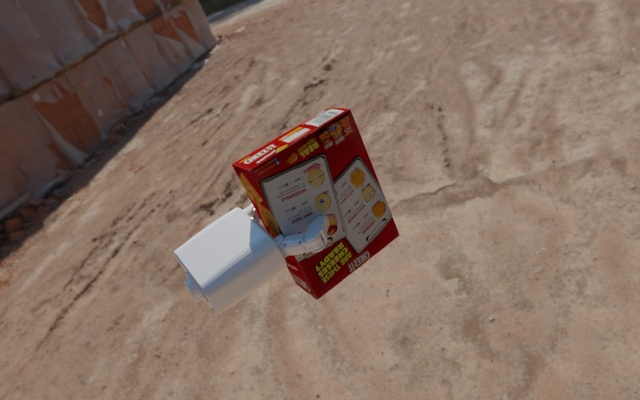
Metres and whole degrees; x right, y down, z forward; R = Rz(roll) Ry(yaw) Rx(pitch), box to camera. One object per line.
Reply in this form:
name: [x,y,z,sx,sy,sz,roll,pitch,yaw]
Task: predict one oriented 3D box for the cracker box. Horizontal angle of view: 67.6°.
cracker box: [0.000,0.002,0.668,0.164,0.214,0.072,-35,27,-20]
